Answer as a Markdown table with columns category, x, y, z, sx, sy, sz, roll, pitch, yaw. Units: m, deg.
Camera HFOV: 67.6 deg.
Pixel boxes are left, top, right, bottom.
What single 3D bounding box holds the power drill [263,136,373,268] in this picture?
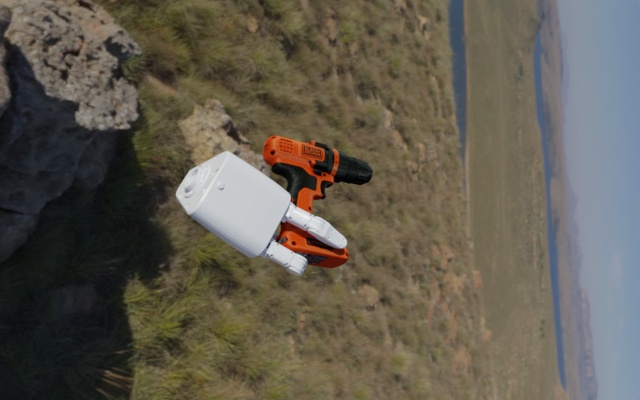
| category | x | y | z | sx | sy | sz | roll | pitch | yaw |
| --- | --- | --- | --- | --- | --- | --- | --- | --- | --- |
| power drill | 0.000 | 0.003 | 0.710 | 0.184 | 0.187 | 0.057 | 12 | -30 | -23 |
